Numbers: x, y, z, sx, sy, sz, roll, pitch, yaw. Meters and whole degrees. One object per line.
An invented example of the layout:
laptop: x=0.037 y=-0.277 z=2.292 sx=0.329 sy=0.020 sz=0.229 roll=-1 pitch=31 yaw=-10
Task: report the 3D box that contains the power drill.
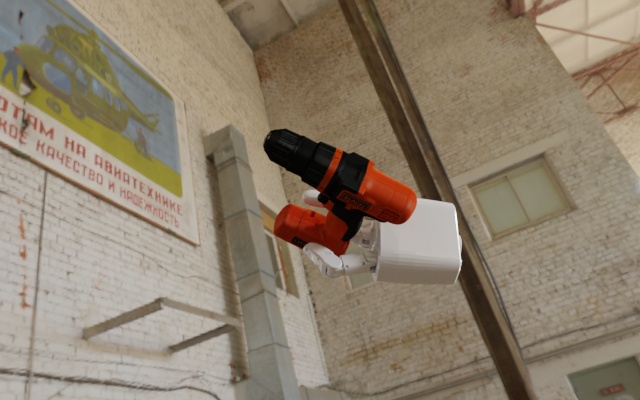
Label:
power drill: x=0.000 y=0.002 z=0.588 sx=0.184 sy=0.057 sz=0.188 roll=27 pitch=-31 yaw=-6
